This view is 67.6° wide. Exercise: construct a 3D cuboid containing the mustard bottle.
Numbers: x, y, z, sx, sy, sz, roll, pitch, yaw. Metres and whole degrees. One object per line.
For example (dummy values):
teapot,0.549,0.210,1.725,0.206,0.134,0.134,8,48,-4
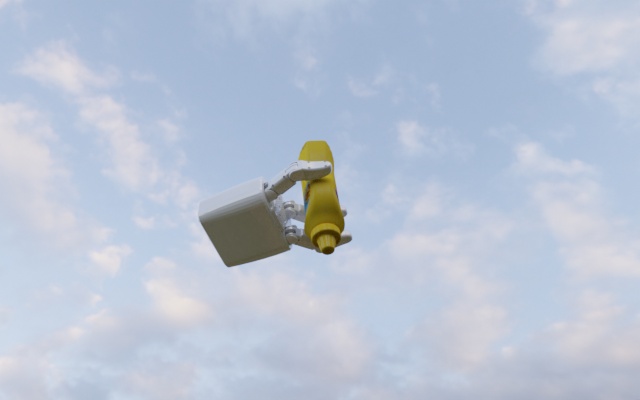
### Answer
mustard bottle,0.000,0.002,0.702,0.058,0.096,0.191,-1,43,-6
